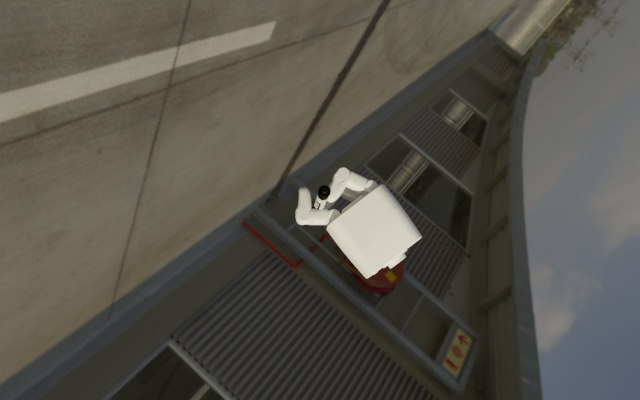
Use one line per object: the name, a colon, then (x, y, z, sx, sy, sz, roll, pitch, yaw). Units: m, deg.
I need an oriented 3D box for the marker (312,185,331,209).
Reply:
marker: (0.000, 0.002, 0.753, 0.020, 0.020, 0.121, 0, -17, -7)
